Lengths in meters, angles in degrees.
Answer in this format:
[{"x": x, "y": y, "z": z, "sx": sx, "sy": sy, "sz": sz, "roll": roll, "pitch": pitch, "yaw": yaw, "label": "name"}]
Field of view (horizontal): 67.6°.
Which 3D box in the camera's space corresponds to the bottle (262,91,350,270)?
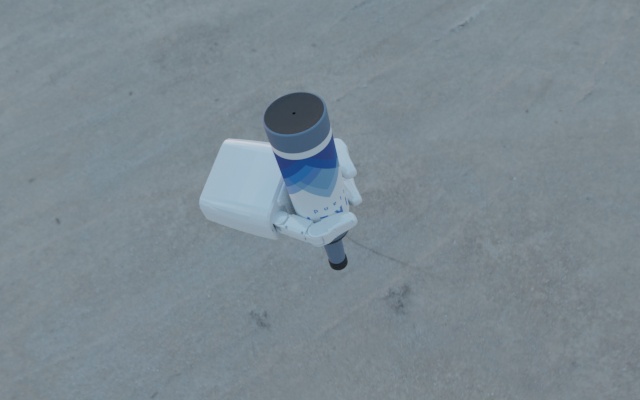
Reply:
[{"x": 0.000, "y": 0.002, "z": 0.591, "sx": 0.069, "sy": 0.069, "sz": 0.296, "roll": 0, "pitch": -38, "yaw": 13, "label": "bottle"}]
